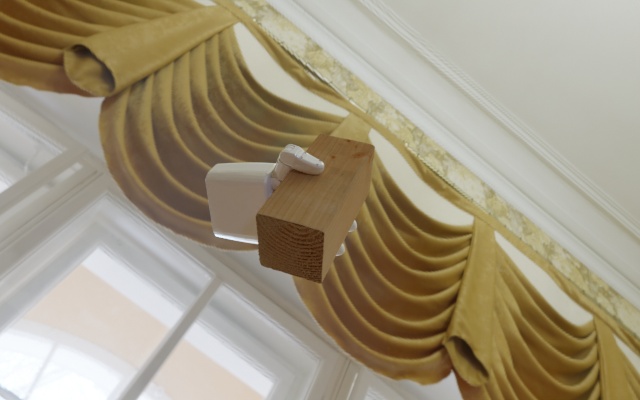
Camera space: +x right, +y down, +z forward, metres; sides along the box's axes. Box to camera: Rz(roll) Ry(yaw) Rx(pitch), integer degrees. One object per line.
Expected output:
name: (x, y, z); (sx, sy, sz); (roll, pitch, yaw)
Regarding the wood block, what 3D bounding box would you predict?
wood block: (0.000, 0.002, 0.657); (0.090, 0.091, 0.206); (14, 40, 16)
